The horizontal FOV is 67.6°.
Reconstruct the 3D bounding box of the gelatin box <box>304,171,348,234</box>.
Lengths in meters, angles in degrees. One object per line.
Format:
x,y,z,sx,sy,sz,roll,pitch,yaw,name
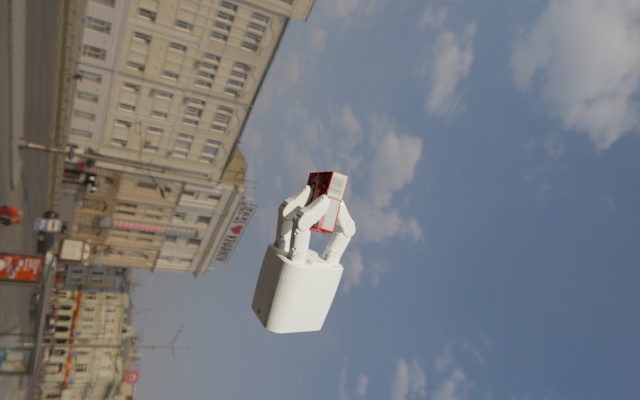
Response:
0.001,0.002,0.710,0.030,0.089,0.073,19,-8,-28,gelatin box
